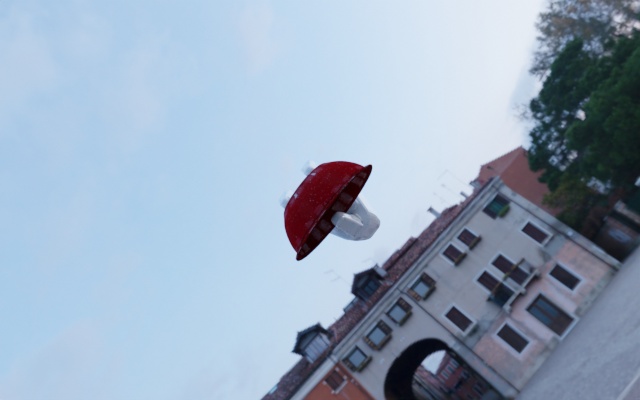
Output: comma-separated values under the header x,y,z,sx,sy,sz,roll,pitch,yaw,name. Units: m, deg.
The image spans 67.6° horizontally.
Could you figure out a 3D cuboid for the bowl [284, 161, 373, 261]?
x,y,z,sx,sy,sz,roll,pitch,yaw,name
0.000,0.002,0.639,0.055,0.162,0.162,38,7,10,bowl
